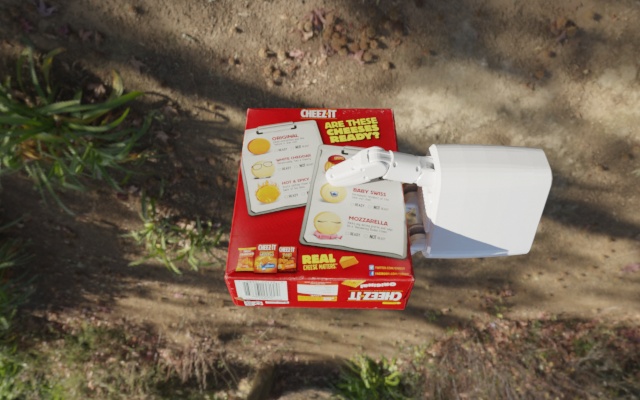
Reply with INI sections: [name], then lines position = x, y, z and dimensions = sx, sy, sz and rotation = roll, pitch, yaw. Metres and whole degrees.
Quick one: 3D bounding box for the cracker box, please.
[cracker box]
position = 0.000, 0.002, 0.489
dimensions = 0.164, 0.213, 0.072
rotation = 0, -38, 0
